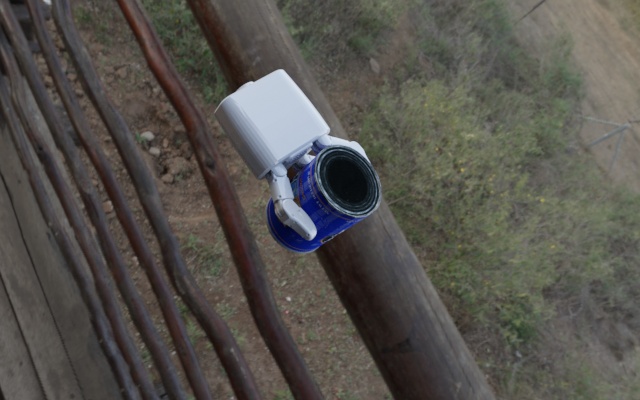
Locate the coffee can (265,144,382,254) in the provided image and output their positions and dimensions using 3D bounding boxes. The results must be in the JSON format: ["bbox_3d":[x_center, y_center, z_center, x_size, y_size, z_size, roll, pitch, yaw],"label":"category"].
[{"bbox_3d":[0.000,0.002,0.652,0.103,0.102,0.140,0,-24,-35],"label":"coffee can"}]
